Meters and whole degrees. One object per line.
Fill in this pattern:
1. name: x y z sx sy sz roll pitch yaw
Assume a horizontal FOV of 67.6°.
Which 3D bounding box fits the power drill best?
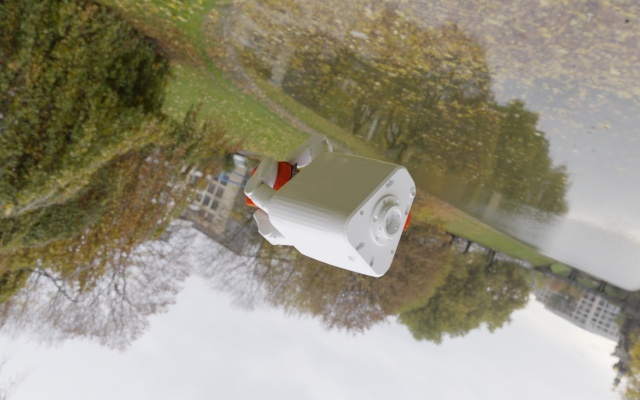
1. power drill: 0.000 0.002 0.643 0.188 0.057 0.184 15 -10 -29
